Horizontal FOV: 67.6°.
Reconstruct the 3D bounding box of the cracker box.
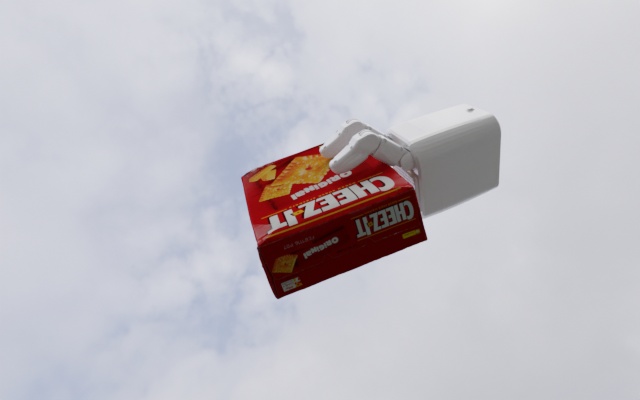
[{"bbox_3d":[0.000,0.002,0.551,0.164,0.072,0.213,-21,24,-5],"label":"cracker box"}]
